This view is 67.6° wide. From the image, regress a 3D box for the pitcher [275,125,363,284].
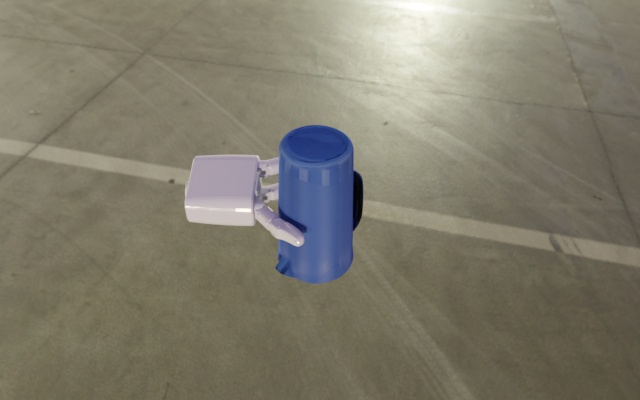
[{"bbox_3d":[0.000,0.003,0.765,0.145,0.243,0.149,3,41,2],"label":"pitcher"}]
